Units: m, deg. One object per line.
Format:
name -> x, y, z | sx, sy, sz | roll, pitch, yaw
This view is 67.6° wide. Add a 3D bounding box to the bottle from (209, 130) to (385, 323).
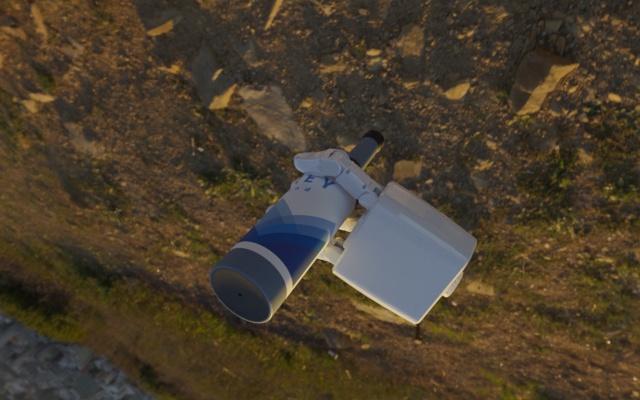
bottle -> 0.000, 0.002, 0.513 | 0.069, 0.069, 0.295 | 0, 33, 35
